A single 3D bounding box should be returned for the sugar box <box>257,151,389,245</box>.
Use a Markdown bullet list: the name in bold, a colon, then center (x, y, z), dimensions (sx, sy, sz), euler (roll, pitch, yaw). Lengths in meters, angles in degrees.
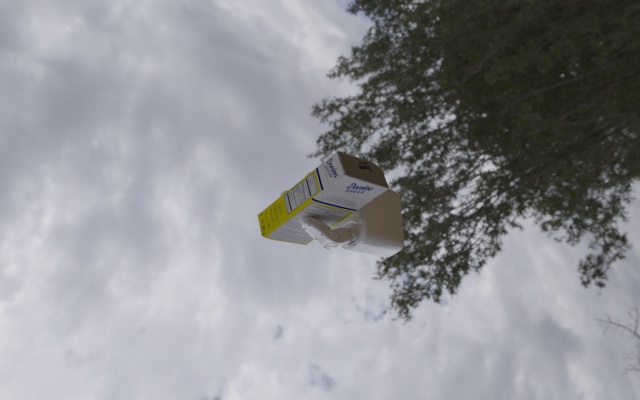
- **sugar box**: center (0.000, 0.002, 0.678), dimensions (0.093, 0.048, 0.176), euler (15, -42, -44)
